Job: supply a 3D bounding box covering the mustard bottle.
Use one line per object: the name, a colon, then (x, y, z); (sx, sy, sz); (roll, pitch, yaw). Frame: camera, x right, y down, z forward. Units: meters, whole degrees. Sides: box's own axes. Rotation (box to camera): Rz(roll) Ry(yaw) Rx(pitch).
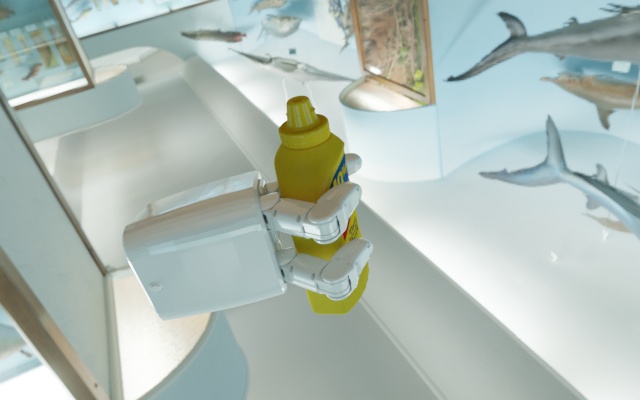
mustard bottle: (0.000, 0.002, 0.418); (0.058, 0.192, 0.096); (-2, 34, 19)
